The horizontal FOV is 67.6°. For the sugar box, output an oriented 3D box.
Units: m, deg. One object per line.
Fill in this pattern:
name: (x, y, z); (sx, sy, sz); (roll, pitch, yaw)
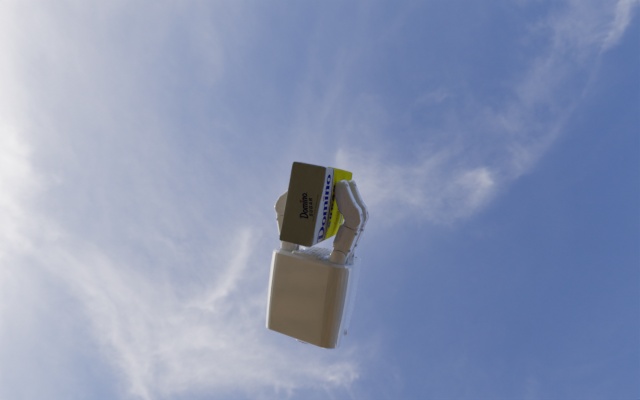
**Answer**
sugar box: (0.001, 0.002, 0.609); (0.048, 0.093, 0.176); (11, 5, 10)
